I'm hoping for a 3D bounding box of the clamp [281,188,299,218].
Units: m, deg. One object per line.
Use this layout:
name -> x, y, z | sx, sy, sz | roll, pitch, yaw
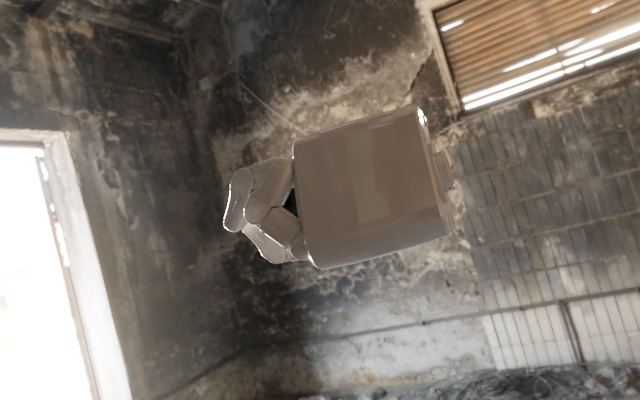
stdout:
clamp -> 0.000, 0.001, 0.490 | 0.120, 0.039, 0.171 | -15, -4, 19
